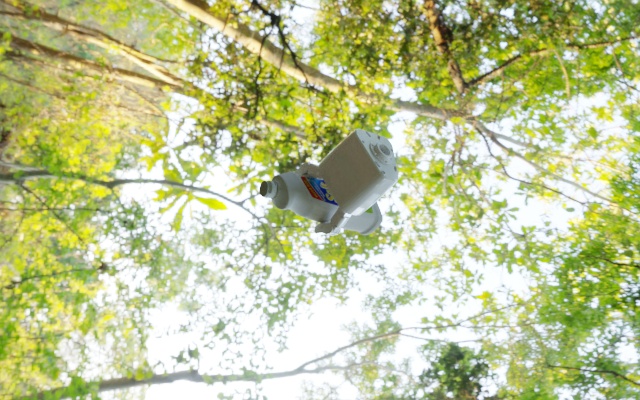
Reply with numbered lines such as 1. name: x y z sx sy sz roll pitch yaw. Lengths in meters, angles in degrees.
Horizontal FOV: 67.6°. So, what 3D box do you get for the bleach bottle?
1. bleach bottle: 0.000 0.003 0.900 0.251 0.102 0.068 10 -41 -39
